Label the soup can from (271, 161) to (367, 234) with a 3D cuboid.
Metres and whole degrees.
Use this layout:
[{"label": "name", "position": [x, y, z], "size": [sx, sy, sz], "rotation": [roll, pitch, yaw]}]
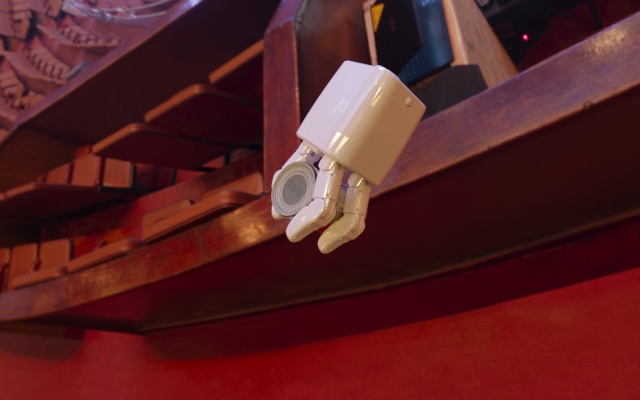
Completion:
[{"label": "soup can", "position": [0.000, 0.002, 0.564], "size": [0.068, 0.068, 0.102], "rotation": [0, -18, 39]}]
